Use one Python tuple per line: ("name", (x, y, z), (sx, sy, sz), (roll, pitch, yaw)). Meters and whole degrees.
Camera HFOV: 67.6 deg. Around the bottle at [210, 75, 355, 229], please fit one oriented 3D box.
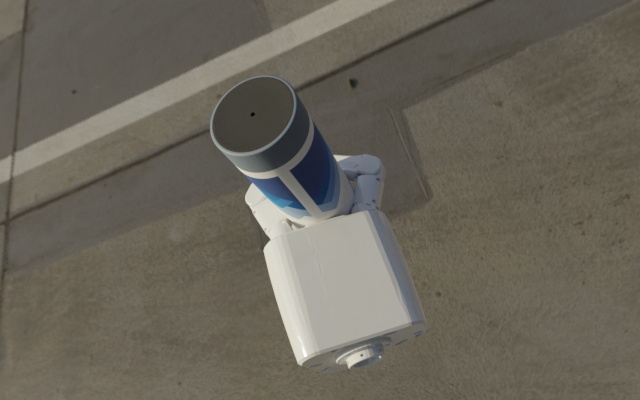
("bottle", (0.000, 0.001, 0.453), (0.069, 0.069, 0.296), (0, -25, 20))
